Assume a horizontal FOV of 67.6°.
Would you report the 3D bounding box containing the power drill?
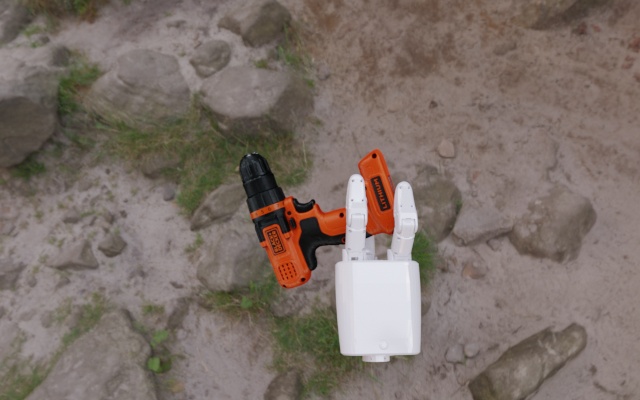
[{"bbox_3d":[0.001,0.002,0.608,0.187,0.184,0.057,-21,1,14],"label":"power drill"}]
